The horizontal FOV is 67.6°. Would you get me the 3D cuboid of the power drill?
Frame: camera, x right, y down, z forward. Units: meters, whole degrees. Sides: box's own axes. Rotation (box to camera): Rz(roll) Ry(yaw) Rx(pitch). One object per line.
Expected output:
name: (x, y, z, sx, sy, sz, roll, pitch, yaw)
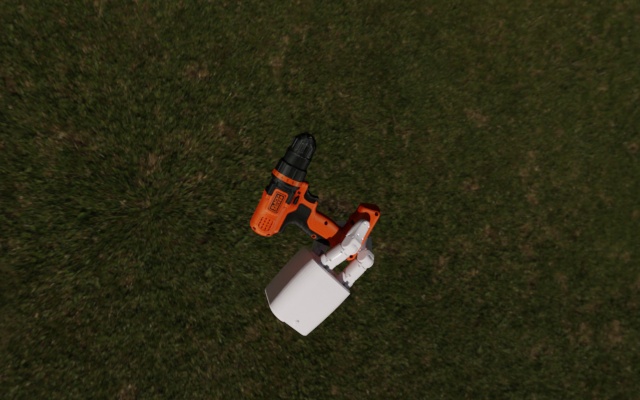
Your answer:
power drill: (0.000, 0.003, 0.791, 0.187, 0.184, 0.057, 26, 14, -9)
